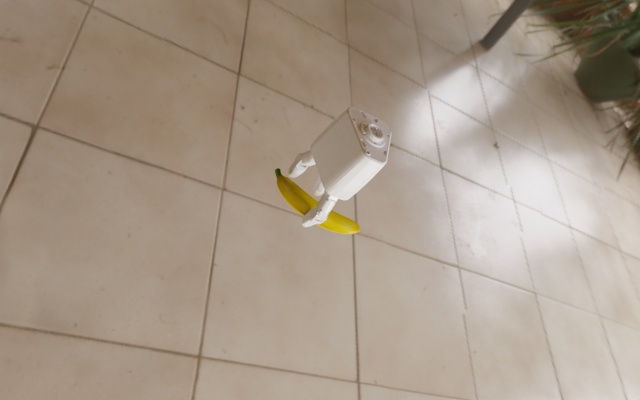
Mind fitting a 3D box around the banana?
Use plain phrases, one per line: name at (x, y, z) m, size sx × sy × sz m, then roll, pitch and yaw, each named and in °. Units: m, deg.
banana at (-0.008, 0.012, 0.878) m, size 0.037 × 0.198 × 0.069 m, roll -45°, pitch 12°, yaw 38°
